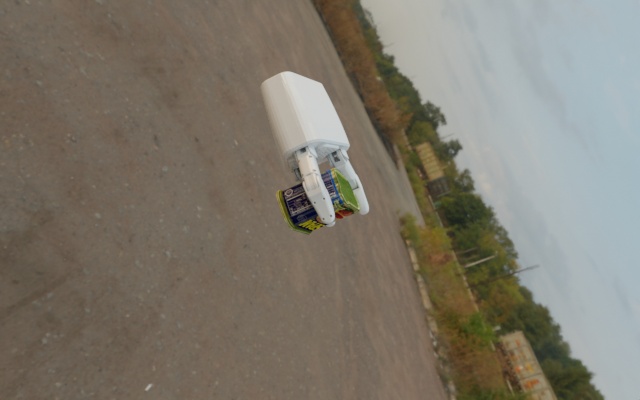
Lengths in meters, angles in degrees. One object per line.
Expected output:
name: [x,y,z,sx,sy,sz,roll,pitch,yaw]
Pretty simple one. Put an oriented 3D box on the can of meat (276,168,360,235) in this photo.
can of meat: [0.000,0.002,0.650,0.084,0.057,0.102,-24,-16,12]
